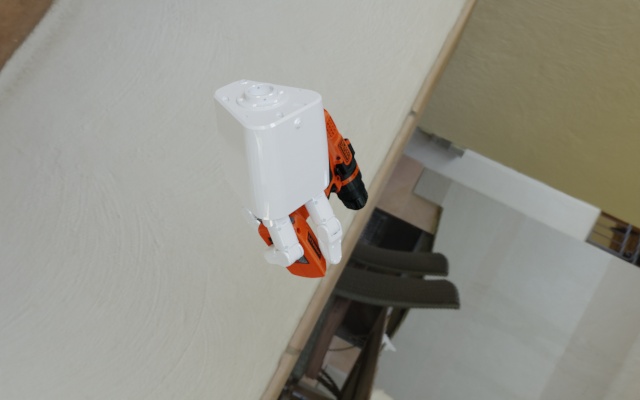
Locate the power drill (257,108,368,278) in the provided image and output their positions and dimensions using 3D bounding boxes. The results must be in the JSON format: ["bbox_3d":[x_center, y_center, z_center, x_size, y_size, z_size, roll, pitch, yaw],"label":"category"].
[{"bbox_3d":[0.000,0.002,0.618,0.057,0.187,0.184,-3,-41,31],"label":"power drill"}]
